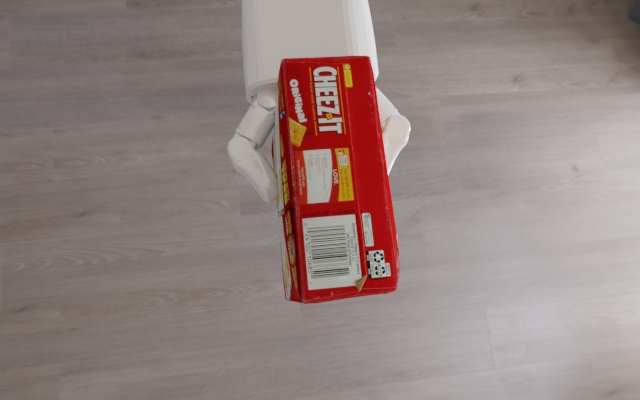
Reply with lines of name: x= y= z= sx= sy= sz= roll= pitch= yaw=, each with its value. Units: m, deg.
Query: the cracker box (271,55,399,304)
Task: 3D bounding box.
cracker box: x=0.000 y=0.001 z=0.410 sx=0.072 sy=0.164 sz=0.214 roll=-5 pitch=-11 yaw=-8
